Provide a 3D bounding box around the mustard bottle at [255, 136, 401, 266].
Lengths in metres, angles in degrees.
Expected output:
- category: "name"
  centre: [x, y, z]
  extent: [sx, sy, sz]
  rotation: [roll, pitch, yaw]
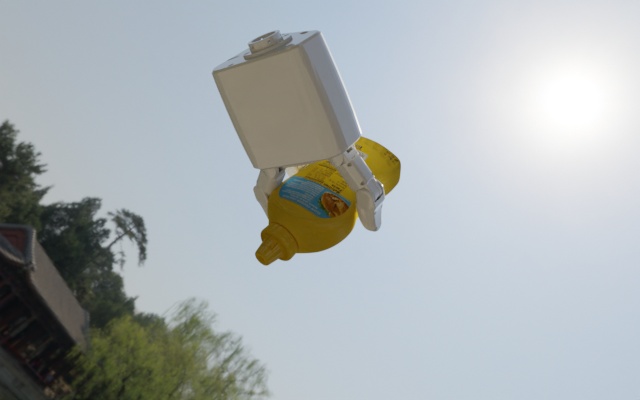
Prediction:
- category: "mustard bottle"
  centre: [0.000, 0.002, 0.517]
  extent: [0.096, 0.058, 0.191]
  rotation: [27, 52, 27]
